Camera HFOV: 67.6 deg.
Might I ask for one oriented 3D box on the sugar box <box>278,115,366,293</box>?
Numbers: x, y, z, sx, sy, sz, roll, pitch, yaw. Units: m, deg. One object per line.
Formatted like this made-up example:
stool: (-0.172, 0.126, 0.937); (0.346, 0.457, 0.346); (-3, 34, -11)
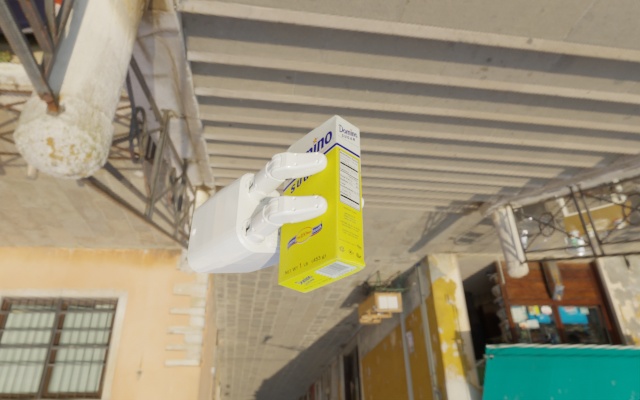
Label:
sugar box: (0.000, 0.002, 0.522); (0.048, 0.176, 0.093); (24, -39, -37)
